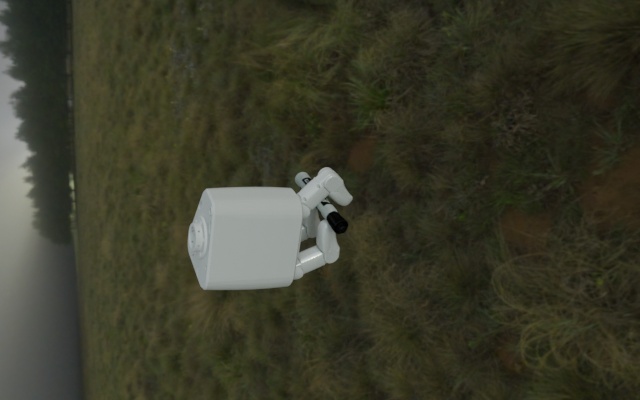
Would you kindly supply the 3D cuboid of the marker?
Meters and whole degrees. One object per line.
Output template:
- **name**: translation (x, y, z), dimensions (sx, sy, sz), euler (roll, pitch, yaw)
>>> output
- **marker**: translation (0.000, 0.002, 0.578), dimensions (0.020, 0.020, 0.121), euler (0, 32, -29)
